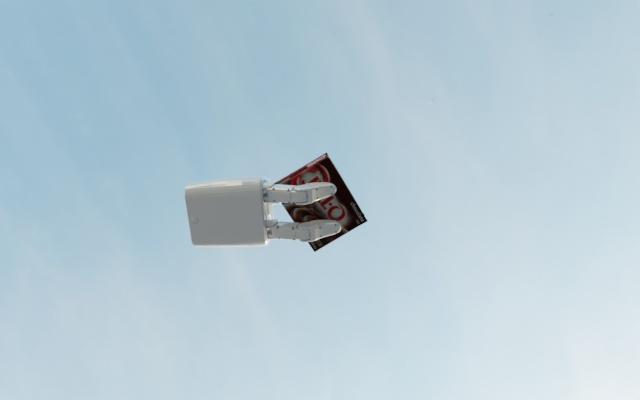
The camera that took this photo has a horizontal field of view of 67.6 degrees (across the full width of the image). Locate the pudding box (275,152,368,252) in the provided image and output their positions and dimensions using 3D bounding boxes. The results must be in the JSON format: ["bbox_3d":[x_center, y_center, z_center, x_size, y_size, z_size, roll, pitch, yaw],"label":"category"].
[{"bbox_3d":[0.000,0.002,0.677,0.090,0.113,0.039,-31,18,8],"label":"pudding box"}]
